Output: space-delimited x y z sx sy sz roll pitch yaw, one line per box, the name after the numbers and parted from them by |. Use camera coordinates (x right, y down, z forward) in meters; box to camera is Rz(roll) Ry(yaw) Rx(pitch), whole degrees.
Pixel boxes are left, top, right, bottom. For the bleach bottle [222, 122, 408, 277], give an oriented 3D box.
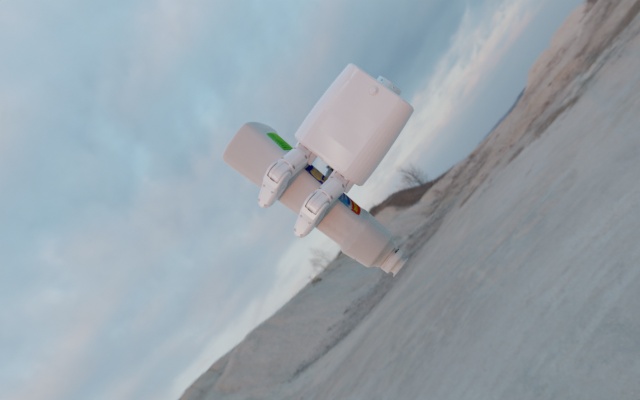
0.000 0.002 0.590 0.251 0.068 0.102 38 10 11 | bleach bottle
